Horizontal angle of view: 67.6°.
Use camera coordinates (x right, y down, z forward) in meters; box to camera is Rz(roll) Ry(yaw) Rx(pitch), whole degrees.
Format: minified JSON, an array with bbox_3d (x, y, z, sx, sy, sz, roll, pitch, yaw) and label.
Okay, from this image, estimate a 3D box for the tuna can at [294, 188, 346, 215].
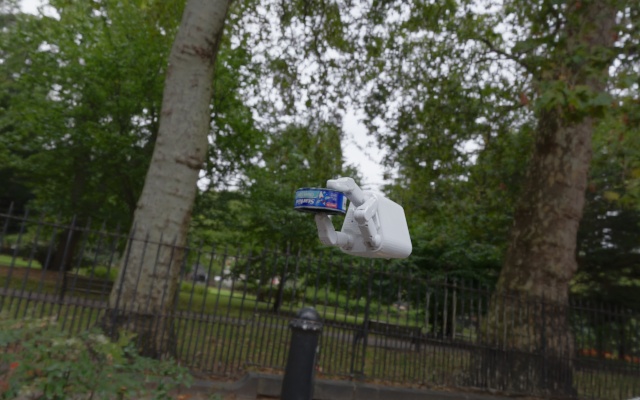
[{"bbox_3d":[0.000,0.002,0.792,0.086,0.033,0.086,5,-8,1],"label":"tuna can"}]
